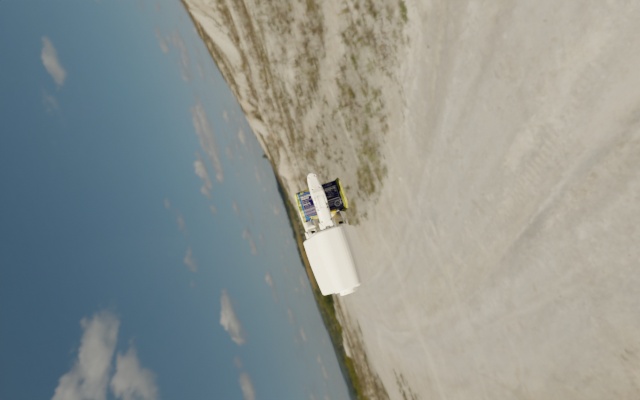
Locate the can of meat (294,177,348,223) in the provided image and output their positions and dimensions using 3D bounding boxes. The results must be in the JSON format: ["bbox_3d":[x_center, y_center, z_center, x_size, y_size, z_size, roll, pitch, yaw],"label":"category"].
[{"bbox_3d":[0.000,0.003,0.871,0.084,0.057,0.102,-19,-6,-3],"label":"can of meat"}]
